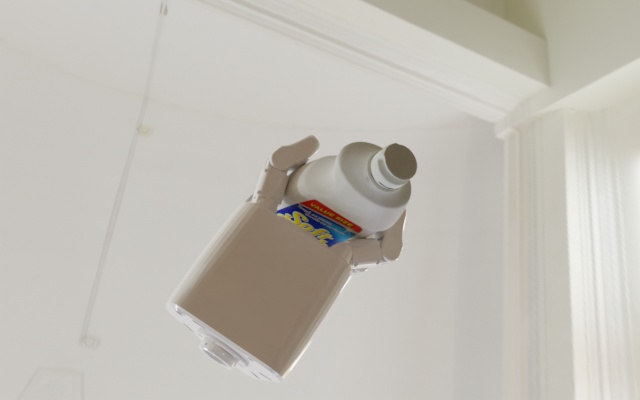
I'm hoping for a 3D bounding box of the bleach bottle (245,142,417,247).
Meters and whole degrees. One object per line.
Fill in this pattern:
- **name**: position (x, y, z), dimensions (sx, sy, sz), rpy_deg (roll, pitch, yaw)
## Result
- **bleach bottle**: position (0.000, 0.002, 0.452), dimensions (0.102, 0.068, 0.251), rpy_deg (41, -29, -8)
